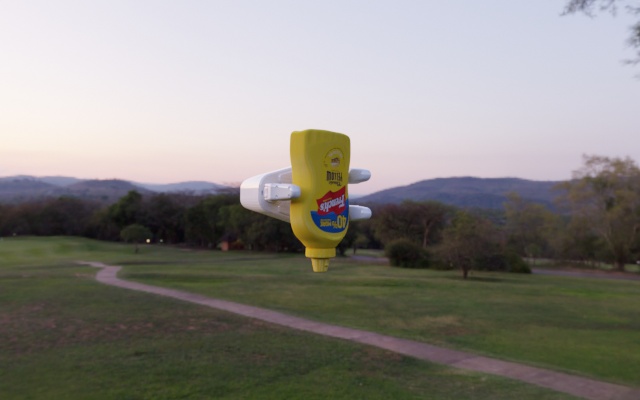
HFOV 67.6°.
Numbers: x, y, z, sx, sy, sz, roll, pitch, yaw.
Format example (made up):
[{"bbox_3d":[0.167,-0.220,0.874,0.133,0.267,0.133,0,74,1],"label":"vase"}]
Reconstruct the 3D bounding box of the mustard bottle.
[{"bbox_3d":[0.000,0.002,0.657,0.058,0.191,0.096,0,-1,40],"label":"mustard bottle"}]
